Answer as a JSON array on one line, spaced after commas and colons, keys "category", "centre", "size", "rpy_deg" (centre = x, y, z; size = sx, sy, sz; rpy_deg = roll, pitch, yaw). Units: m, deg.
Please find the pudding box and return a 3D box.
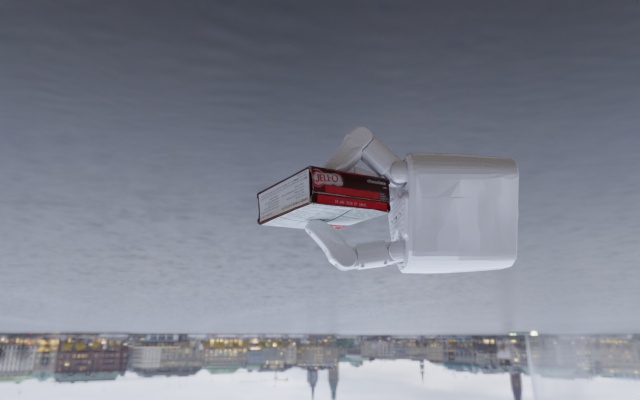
[{"category": "pudding box", "centre": [0.000, 0.002, 0.471], "size": [0.090, 0.039, 0.113], "rpy_deg": [8, -18, -31]}]
